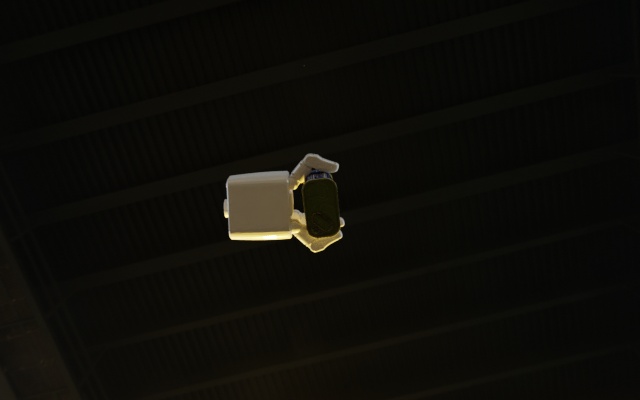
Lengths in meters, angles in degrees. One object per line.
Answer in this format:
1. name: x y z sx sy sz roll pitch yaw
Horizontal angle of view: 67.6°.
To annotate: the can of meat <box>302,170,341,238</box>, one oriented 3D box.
1. can of meat: 0.000 0.002 0.821 0.057 0.102 0.084 -7 16 0
